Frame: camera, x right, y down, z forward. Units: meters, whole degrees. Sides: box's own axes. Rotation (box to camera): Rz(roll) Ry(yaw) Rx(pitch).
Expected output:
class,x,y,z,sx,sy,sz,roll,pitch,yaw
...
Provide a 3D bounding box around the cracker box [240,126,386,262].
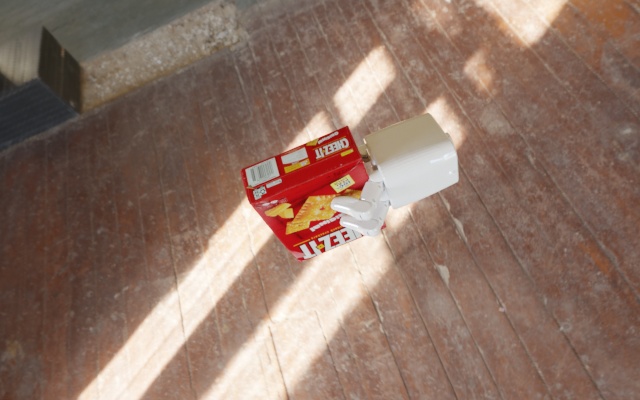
class,x,y,z,sx,sy,sz,roll,pitch,yaw
cracker box,0.000,0.002,0.724,0.164,0.072,0.214,-22,-33,5
